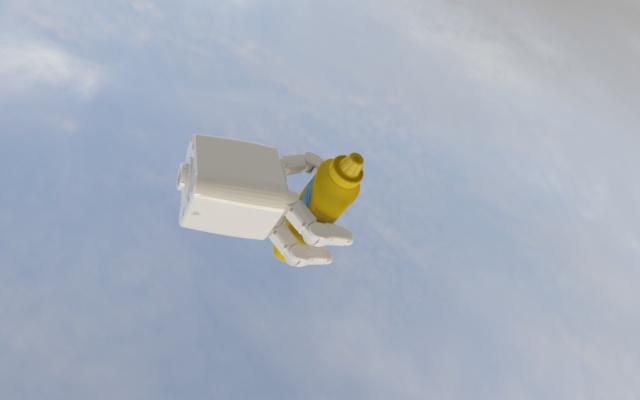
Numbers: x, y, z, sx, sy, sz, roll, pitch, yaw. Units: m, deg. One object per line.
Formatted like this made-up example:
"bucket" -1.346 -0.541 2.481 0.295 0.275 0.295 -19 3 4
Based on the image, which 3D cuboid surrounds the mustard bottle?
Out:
"mustard bottle" 0.000 0.002 0.607 0.058 0.096 0.192 29 -41 -9
